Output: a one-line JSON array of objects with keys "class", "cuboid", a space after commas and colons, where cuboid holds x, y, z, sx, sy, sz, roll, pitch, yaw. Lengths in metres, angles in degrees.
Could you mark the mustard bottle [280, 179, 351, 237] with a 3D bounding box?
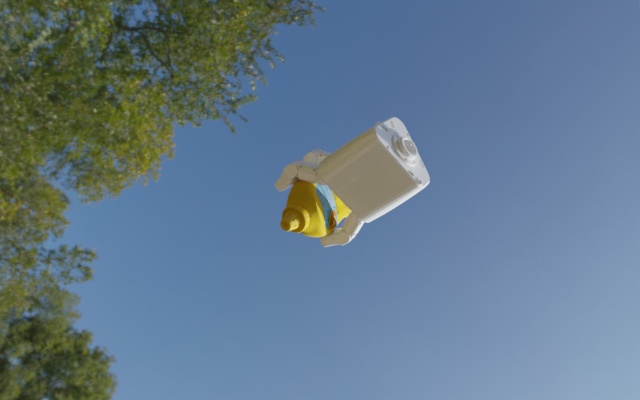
[{"class": "mustard bottle", "cuboid": [0.000, 0.002, 0.731, 0.058, 0.096, 0.191, -3, 18, 33]}]
